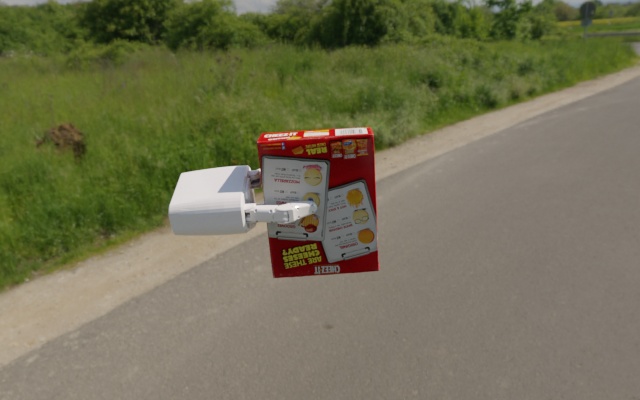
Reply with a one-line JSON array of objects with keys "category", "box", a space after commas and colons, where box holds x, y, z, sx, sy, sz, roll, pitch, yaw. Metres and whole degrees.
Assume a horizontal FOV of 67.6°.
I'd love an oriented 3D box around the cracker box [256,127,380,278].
[{"category": "cracker box", "box": [0.000, 0.002, 0.715, 0.164, 0.214, 0.072, -4, 20, 2]}]
